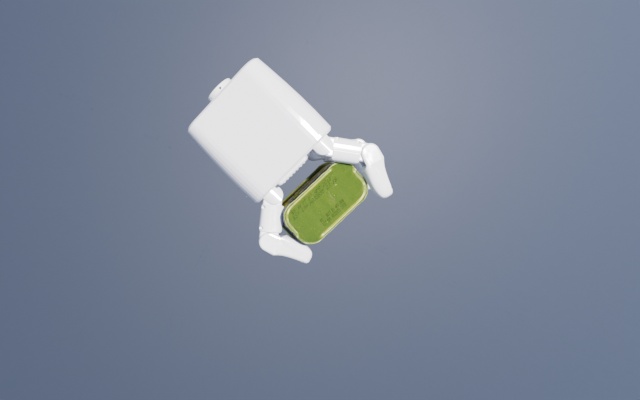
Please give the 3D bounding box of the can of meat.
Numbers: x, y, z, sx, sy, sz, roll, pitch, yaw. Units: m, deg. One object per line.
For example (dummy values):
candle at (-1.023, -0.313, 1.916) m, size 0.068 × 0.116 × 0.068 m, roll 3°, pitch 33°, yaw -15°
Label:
can of meat at (0.000, 0.002, 0.540) m, size 0.102 × 0.057 × 0.084 m, roll -44°, pitch 6°, yaw -6°
